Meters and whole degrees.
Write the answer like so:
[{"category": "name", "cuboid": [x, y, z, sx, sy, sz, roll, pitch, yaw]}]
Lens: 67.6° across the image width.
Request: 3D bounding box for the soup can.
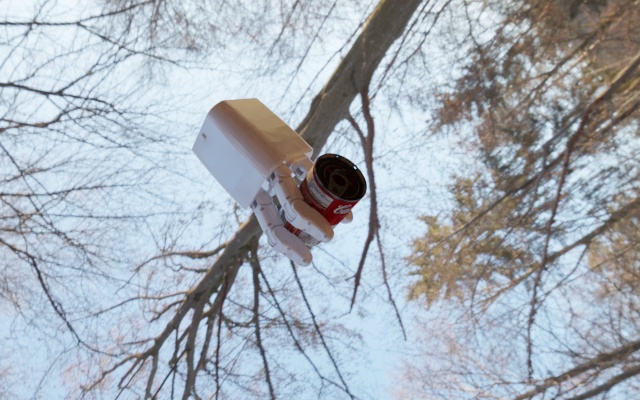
[{"category": "soup can", "cuboid": [0.000, 0.002, 0.569, 0.068, 0.068, 0.102, 0, -35, -35]}]
